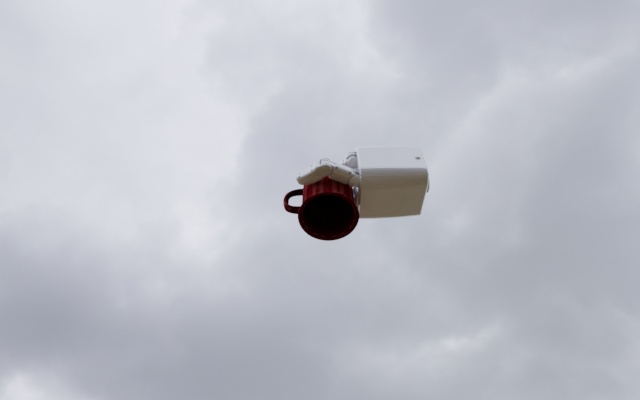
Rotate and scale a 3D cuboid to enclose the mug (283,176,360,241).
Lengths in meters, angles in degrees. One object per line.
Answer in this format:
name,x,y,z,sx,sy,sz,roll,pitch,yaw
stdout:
mug,-0.001,0.002,0.752,0.117,0.093,0.081,0,35,0
